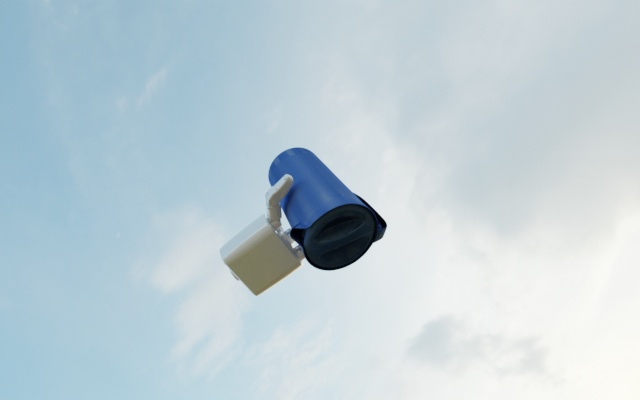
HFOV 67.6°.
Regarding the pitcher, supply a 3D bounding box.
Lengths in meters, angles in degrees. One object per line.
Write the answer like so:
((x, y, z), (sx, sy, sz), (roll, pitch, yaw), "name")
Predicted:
((0.000, 0.003, 0.862), (0.145, 0.149, 0.242), (-37, 40, 1), "pitcher")
